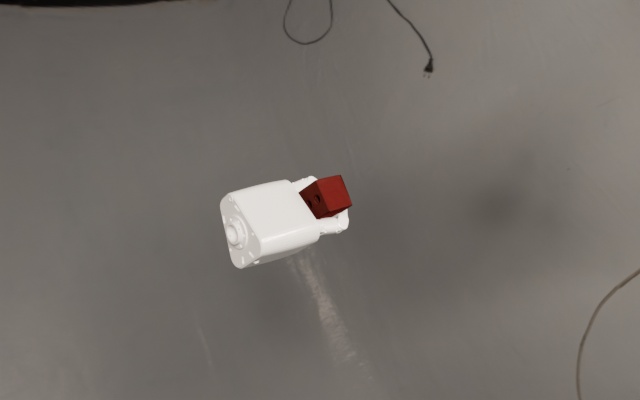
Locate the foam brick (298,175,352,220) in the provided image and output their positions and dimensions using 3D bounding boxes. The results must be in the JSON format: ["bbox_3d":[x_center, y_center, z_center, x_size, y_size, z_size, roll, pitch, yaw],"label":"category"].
[{"bbox_3d":[0.000,0.002,0.734,0.051,0.053,0.078,-13,-14,-41],"label":"foam brick"}]
